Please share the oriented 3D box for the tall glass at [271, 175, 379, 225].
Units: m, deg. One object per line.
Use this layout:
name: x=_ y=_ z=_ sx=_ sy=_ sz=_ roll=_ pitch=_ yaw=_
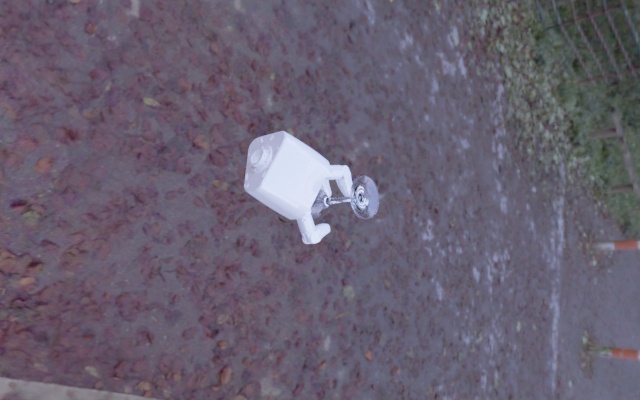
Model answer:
tall glass: x=0.001 y=0.003 z=0.841 sx=0.201 sy=0.079 sz=0.079 roll=-7 pitch=-5 yaw=43
